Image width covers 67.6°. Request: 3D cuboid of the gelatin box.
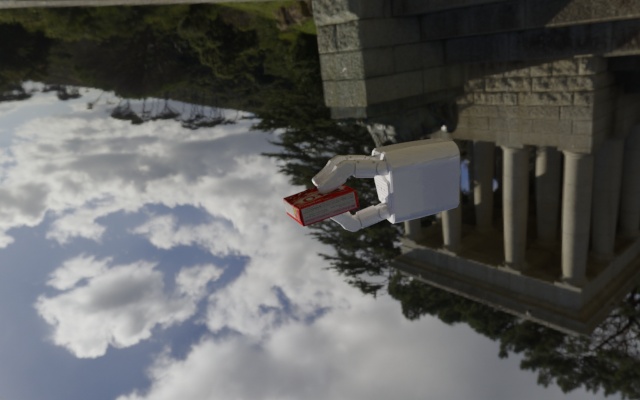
[{"bbox_3d":[0.000,0.003,0.681,0.089,0.030,0.073,-19,19,-17],"label":"gelatin box"}]
